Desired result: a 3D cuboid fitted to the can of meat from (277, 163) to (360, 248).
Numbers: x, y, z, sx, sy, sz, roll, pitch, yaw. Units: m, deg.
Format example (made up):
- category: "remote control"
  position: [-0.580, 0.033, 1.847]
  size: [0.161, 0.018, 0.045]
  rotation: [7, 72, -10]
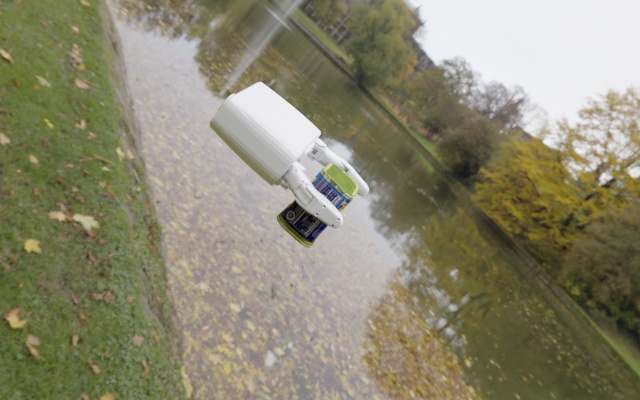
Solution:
- category: "can of meat"
  position: [0.000, 0.002, 0.601]
  size: [0.057, 0.084, 0.102]
  rotation: [42, 14, -1]
